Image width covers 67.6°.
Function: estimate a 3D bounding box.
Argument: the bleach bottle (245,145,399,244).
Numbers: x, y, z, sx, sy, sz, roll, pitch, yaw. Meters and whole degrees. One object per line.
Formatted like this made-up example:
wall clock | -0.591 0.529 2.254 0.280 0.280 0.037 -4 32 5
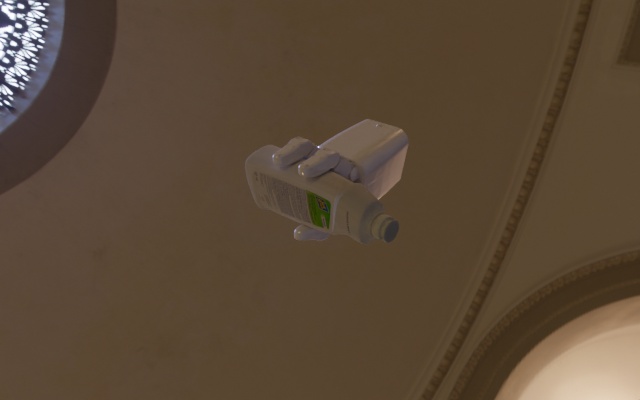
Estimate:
bleach bottle | 0.000 0.002 0.647 0.068 0.103 0.250 -37 42 -28
